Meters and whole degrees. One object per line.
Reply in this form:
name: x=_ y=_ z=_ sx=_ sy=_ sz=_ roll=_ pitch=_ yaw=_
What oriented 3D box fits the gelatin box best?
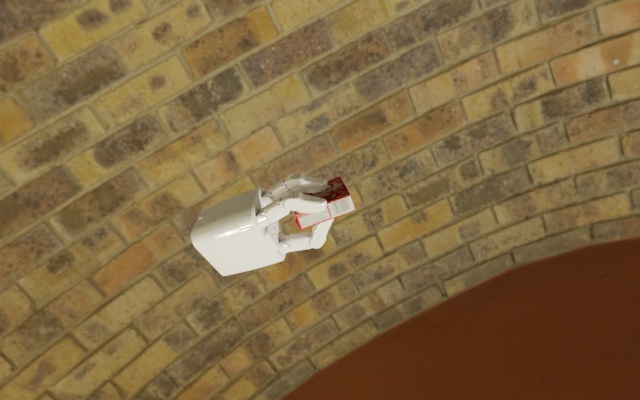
gelatin box: x=0.001 y=0.003 z=0.717 sx=0.089 sy=0.030 sz=0.073 roll=-20 pitch=27 yaw=-1
